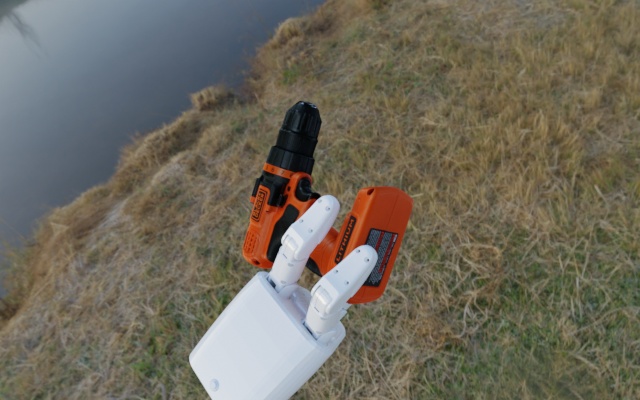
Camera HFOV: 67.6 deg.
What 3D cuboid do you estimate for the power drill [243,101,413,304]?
[{"bbox_3d":[0.000,0.002,0.464,0.057,0.184,0.187,11,9,-37],"label":"power drill"}]
